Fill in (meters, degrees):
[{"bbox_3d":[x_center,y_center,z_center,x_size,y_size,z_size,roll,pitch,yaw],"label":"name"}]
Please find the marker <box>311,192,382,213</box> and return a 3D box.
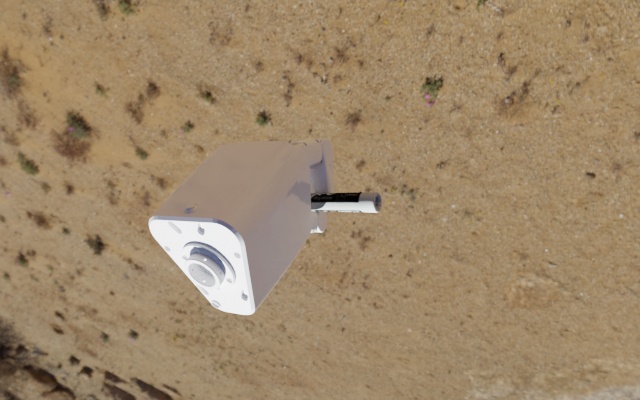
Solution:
[{"bbox_3d":[0.000,0.001,0.464,0.121,0.020,0.020,0,0,30],"label":"marker"}]
